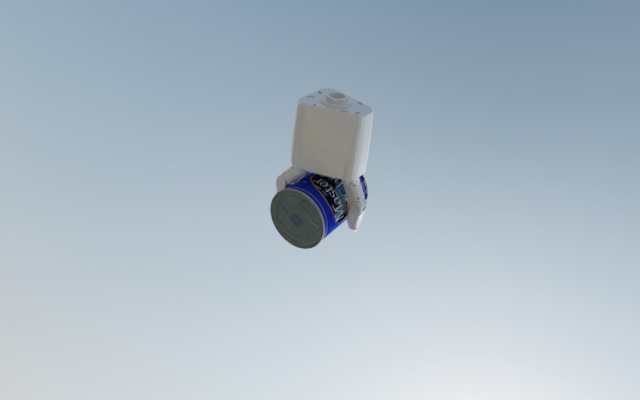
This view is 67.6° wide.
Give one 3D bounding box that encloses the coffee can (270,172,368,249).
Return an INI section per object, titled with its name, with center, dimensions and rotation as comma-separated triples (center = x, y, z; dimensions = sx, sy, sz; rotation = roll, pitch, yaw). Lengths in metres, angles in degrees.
[coffee can]
center = 0.000, 0.003, 0.791
dimensions = 0.103, 0.103, 0.140
rotation = 0, 24, 38
